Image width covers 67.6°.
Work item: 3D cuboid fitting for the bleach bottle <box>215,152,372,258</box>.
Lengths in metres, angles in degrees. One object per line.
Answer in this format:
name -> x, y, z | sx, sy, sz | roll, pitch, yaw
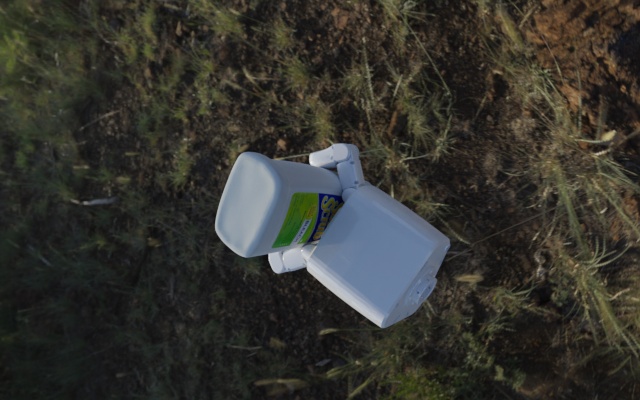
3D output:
bleach bottle -> 0.000, 0.002, 0.552 | 0.068, 0.102, 0.251 | 36, 22, 29
